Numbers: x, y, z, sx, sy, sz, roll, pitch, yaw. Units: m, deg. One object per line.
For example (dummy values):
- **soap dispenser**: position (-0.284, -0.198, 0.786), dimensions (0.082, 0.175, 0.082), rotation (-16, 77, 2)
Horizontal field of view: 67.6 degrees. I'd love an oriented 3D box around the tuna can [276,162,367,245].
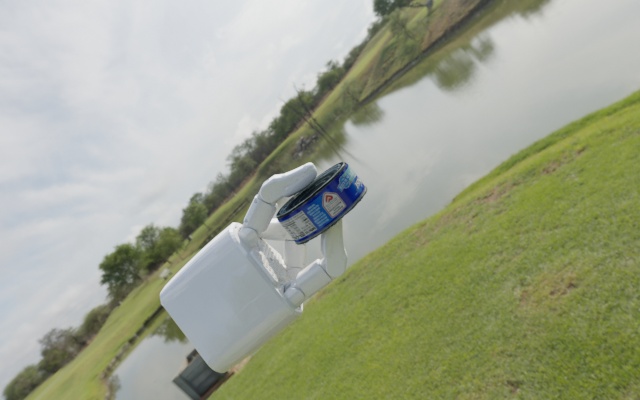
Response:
- **tuna can**: position (0.000, 0.001, 0.451), dimensions (0.086, 0.034, 0.086), rotation (-37, 9, 7)
